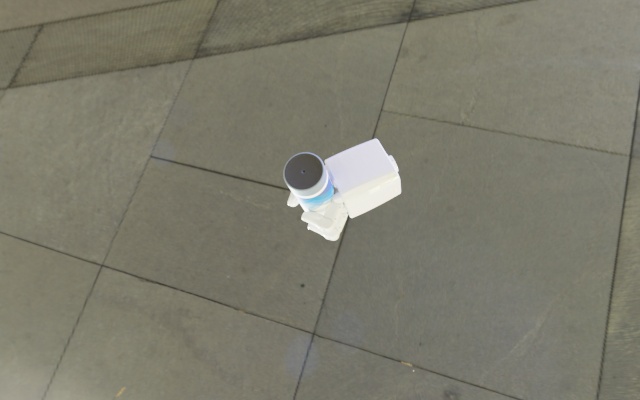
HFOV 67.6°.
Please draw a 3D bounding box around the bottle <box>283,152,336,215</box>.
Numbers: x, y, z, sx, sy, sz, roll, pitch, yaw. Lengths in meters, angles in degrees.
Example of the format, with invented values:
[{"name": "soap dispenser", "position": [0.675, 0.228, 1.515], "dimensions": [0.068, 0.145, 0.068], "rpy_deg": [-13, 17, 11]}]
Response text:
[{"name": "bottle", "position": [0.000, 0.003, 0.884], "dimensions": [0.069, 0.069, 0.296], "rpy_deg": [0, -19, 11]}]
